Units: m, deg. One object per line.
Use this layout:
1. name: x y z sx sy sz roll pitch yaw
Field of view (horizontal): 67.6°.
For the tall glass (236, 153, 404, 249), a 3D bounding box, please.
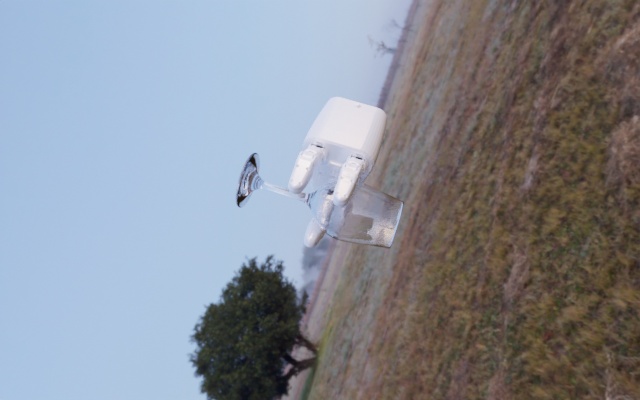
1. tall glass: -0.001 0.002 0.606 0.201 0.079 0.079 17 2 7
